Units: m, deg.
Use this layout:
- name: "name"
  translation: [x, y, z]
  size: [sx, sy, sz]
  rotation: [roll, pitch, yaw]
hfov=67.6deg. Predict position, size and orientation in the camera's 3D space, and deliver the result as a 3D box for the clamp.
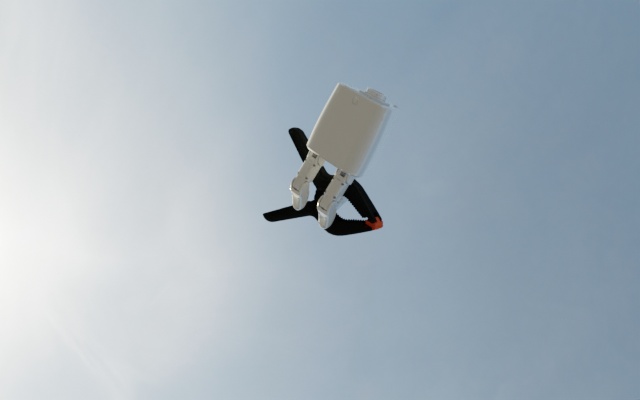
- name: "clamp"
  translation: [0.001, 0.002, 0.748]
  size: [0.210, 0.165, 0.036]
  rotation: [35, 23, 26]
